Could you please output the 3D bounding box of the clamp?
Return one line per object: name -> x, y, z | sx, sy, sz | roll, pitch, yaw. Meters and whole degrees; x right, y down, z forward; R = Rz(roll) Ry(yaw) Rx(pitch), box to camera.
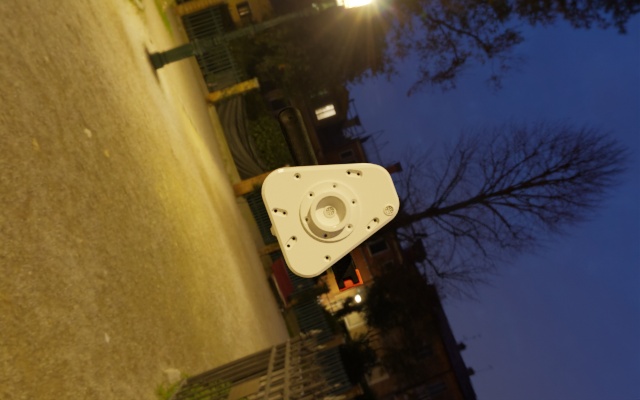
clamp -> 0.001, 0.002, 0.568 | 0.036, 0.210, 0.164 | -20, 2, 1
